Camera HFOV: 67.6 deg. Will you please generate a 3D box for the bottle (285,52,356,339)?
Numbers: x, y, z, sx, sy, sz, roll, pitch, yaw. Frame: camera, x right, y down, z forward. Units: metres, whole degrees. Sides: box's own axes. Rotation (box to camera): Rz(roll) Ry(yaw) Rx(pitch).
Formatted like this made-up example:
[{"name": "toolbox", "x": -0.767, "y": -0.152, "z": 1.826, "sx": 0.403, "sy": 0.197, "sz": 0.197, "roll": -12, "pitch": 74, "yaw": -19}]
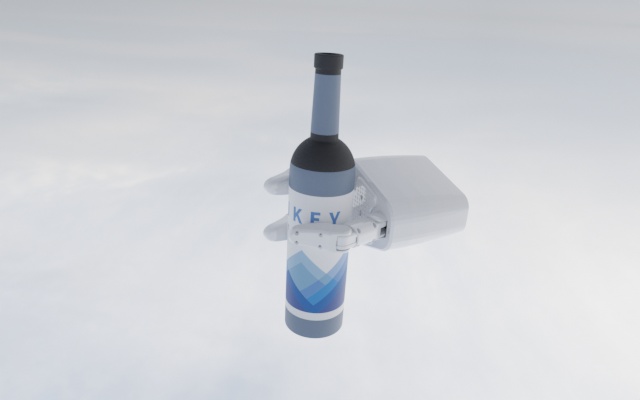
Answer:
[{"name": "bottle", "x": 0.000, "y": 0.002, "z": 0.493, "sx": 0.069, "sy": 0.296, "sz": 0.069, "roll": 3, "pitch": 22, "yaw": -1}]
